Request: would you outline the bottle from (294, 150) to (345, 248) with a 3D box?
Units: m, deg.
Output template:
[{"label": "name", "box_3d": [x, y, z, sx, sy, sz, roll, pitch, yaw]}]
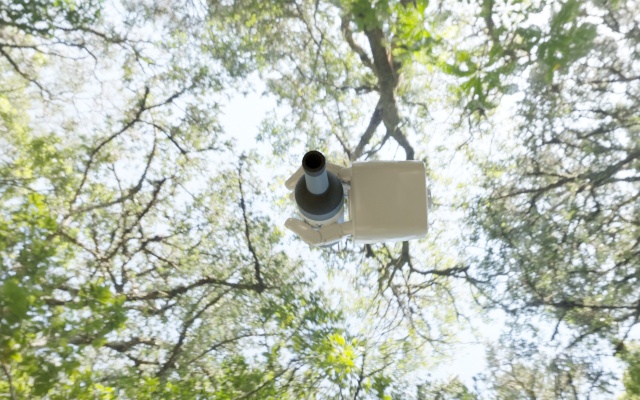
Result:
[{"label": "bottle", "box_3d": [0.000, 0.002, 0.674, 0.069, 0.069, 0.296, 0, -18, 3]}]
